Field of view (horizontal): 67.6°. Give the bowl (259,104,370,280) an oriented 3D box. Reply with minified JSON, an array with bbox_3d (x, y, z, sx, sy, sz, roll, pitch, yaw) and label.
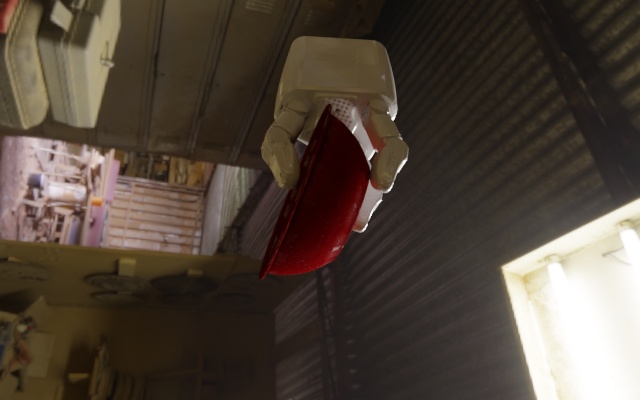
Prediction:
[{"bbox_3d":[0.000,0.003,0.416,0.055,0.162,0.162,22,-2,-6],"label":"bowl"}]
